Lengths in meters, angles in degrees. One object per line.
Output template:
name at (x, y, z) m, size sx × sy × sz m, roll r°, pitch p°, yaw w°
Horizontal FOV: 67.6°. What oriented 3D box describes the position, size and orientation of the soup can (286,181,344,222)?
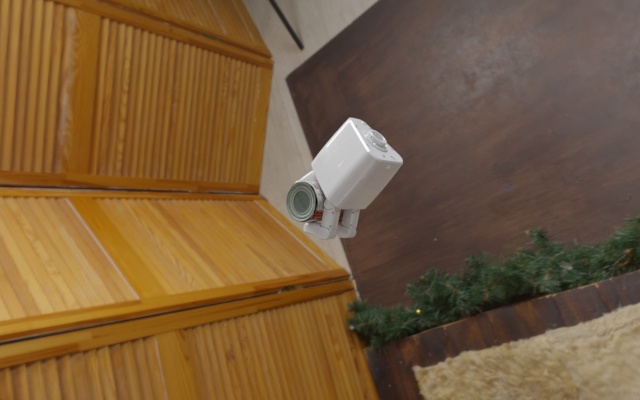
soup can at (0.000, 0.003, 0.807) m, size 0.068 × 0.068 × 0.102 m, roll 0°, pitch 0°, yaw 40°
